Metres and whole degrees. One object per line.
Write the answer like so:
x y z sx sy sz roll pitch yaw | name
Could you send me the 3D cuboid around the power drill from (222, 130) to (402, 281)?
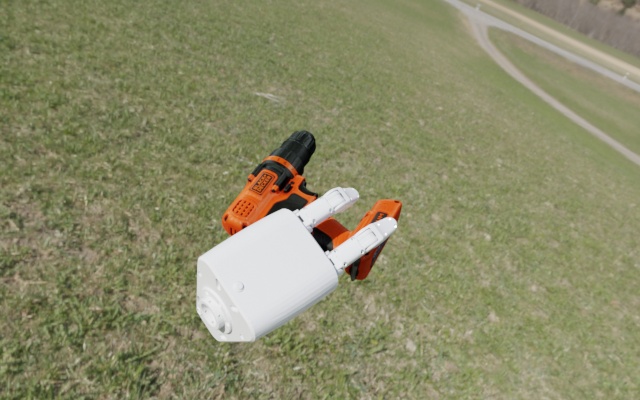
0.000 0.002 0.591 0.187 0.184 0.057 24 -33 16 | power drill
